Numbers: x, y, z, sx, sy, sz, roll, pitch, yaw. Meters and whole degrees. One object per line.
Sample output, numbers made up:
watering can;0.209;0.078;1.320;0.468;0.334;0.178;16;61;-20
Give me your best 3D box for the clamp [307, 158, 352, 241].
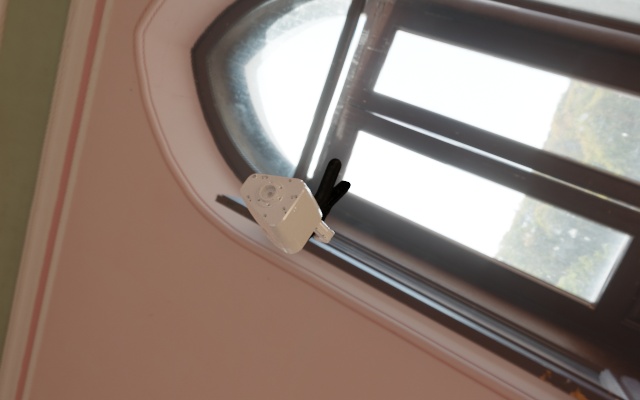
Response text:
clamp;0.000;0.003;0.894;0.039;0.171;0.120;25;-21;27
